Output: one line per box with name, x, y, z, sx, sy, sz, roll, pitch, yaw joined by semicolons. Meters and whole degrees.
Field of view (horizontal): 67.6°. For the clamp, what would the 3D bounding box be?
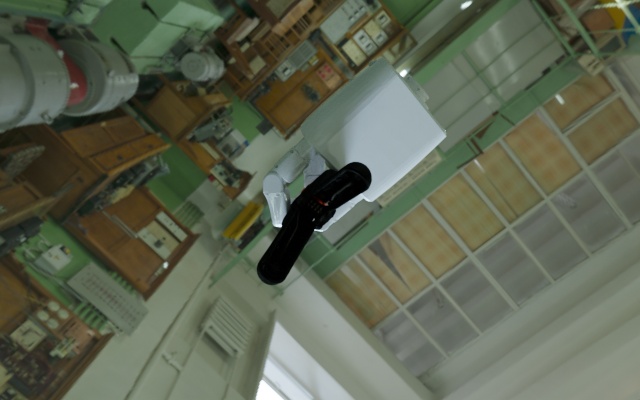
clamp;0.000;0.002;0.434;0.120;0.039;0.171;-41;11;14
